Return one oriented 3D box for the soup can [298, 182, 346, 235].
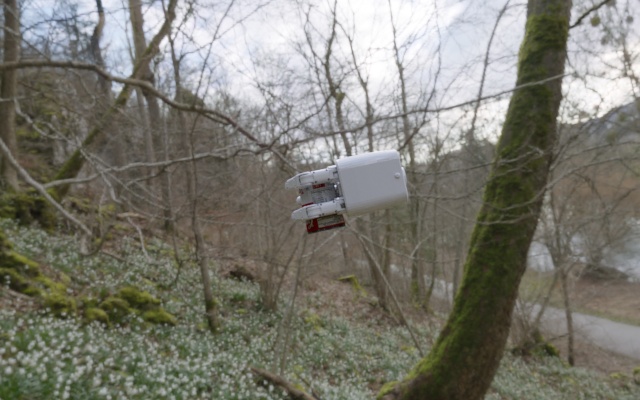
[{"bbox_3d":[0.000,0.003,0.835,0.068,0.102,0.068,-13,-3,-1],"label":"soup can"}]
